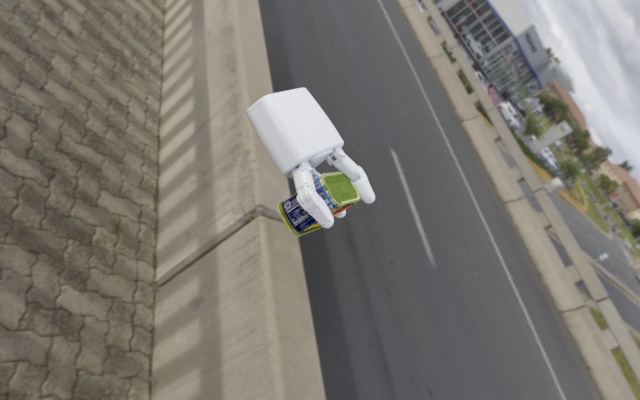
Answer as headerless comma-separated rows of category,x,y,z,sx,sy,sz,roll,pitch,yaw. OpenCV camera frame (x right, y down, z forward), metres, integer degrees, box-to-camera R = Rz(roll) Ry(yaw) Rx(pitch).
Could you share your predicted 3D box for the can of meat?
can of meat,0.000,0.002,0.696,0.084,0.057,0.102,-35,-9,24
